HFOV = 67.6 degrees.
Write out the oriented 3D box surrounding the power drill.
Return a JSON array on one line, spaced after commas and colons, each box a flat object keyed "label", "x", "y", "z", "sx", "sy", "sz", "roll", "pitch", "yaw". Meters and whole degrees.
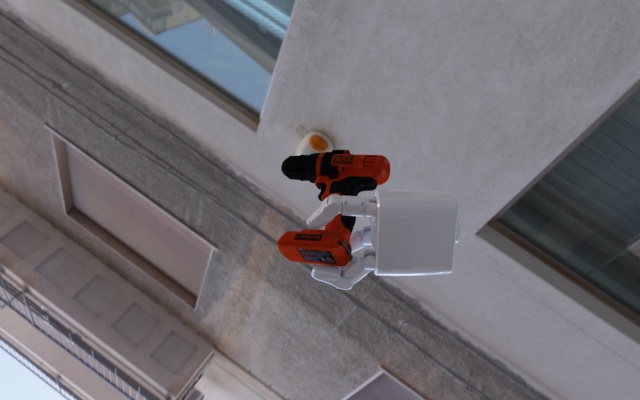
[{"label": "power drill", "x": 0.000, "y": 0.003, "z": 0.724, "sx": 0.184, "sy": 0.187, "sz": 0.057, "roll": 2, "pitch": -34, "yaw": 27}]
